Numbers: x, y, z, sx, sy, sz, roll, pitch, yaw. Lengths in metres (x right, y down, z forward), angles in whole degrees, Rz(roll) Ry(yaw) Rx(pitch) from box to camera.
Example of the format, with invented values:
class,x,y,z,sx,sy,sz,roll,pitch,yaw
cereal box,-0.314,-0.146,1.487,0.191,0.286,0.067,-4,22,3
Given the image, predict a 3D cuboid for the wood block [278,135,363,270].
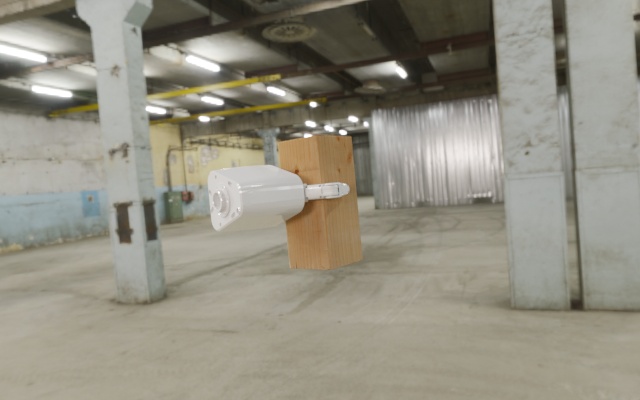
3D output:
class,x,y,z,sx,sy,sz,roll,pitch,yaw
wood block,0.000,0.002,0.780,0.091,0.206,0.090,-4,2,40
